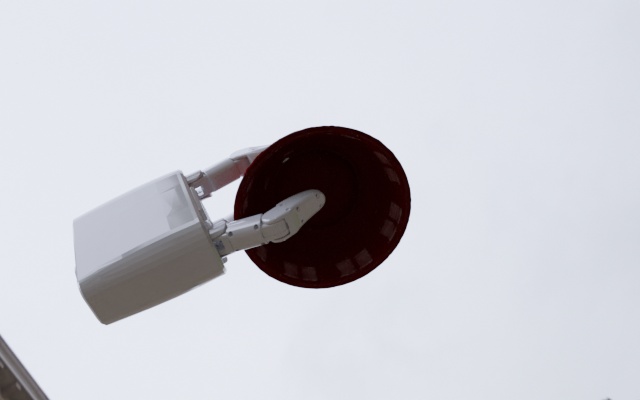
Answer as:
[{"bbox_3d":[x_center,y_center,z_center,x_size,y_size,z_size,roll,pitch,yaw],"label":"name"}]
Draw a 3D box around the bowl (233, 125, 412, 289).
[{"bbox_3d":[0.001,0.001,0.450,0.162,0.162,0.055,0,24,-10],"label":"bowl"}]
